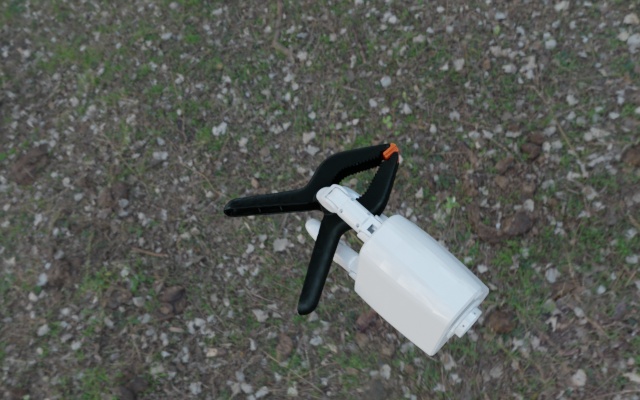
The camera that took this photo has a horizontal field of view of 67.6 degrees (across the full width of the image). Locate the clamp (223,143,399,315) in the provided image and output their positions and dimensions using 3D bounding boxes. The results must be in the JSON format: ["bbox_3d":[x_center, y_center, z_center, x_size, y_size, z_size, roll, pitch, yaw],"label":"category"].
[{"bbox_3d":[0.000,0.001,0.546,0.164,0.210,0.036,42,-9,22],"label":"clamp"}]
